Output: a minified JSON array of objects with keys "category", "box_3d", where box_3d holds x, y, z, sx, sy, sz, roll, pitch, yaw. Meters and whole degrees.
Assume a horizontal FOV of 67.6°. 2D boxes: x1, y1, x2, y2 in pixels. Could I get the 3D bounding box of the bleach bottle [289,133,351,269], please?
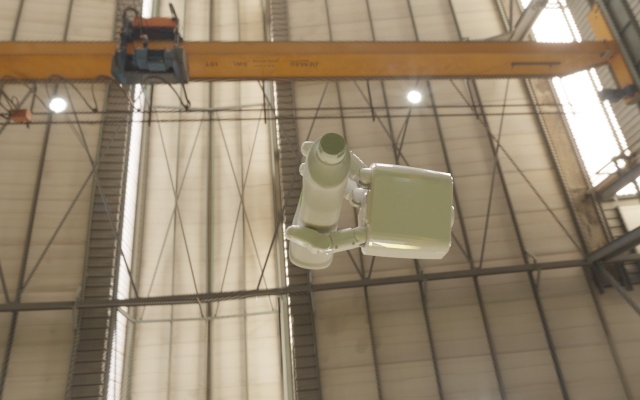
[{"category":"bleach bottle","box_3d":[0.000,0.002,0.619,0.068,0.102,0.251,7,-27,-3]}]
